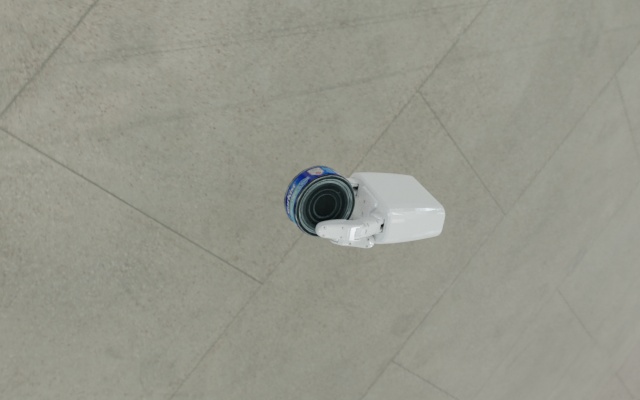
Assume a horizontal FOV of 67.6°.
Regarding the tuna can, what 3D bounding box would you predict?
[{"bbox_3d":[0.000,0.002,0.597,0.086,0.086,0.033,0,22,-28],"label":"tuna can"}]
